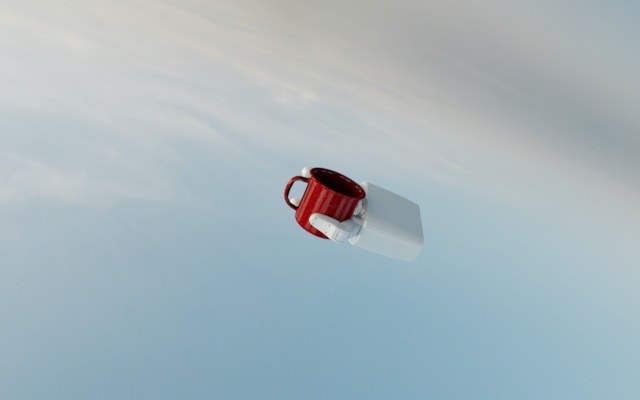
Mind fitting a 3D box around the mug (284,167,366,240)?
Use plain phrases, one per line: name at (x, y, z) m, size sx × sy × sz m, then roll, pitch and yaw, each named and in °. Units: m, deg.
mug at (-0.001, 0.002, 0.733) m, size 0.117 × 0.081 × 0.093 m, roll 20°, pitch 22°, yaw -12°
